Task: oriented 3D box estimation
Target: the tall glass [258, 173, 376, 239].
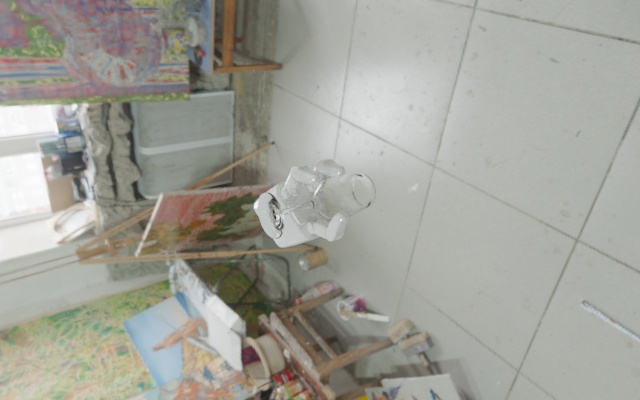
[{"bbox_3d":[0.000,0.003,0.795,0.201,0.079,0.079,-15,9,-36],"label":"tall glass"}]
